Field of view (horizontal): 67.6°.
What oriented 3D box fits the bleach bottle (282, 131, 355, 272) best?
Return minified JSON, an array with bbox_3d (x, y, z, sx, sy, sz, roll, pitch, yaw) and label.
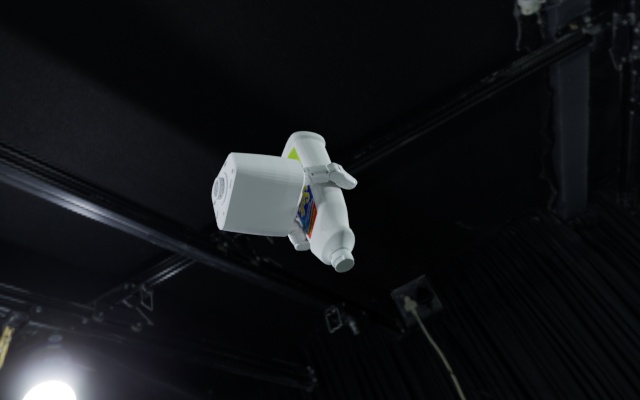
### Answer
[{"bbox_3d":[0.000,0.003,0.752,0.068,0.103,0.250,5,39,-27],"label":"bleach bottle"}]
